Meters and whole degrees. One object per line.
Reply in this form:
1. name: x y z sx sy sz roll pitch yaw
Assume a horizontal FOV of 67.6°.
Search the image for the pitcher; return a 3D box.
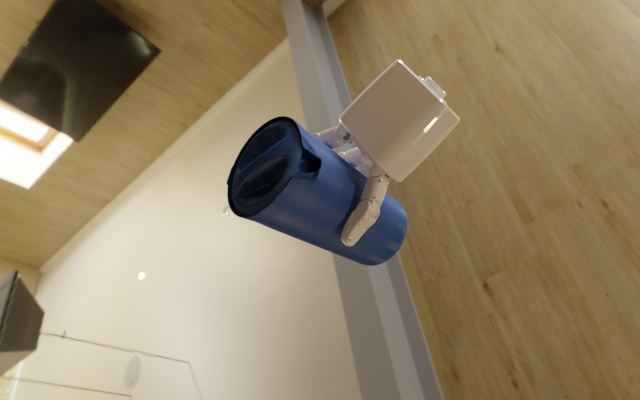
1. pitcher: 0.000 0.002 0.646 0.243 0.145 0.149 30 21 -39
